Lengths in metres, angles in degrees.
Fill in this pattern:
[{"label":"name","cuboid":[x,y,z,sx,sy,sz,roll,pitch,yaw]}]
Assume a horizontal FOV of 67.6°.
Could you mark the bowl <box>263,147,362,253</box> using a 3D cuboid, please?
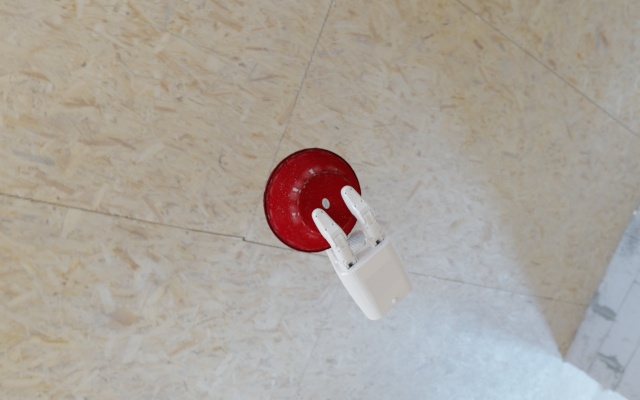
[{"label":"bowl","cuboid":[-0.001,0.002,0.705,0.162,0.162,0.055,0,5,-22]}]
